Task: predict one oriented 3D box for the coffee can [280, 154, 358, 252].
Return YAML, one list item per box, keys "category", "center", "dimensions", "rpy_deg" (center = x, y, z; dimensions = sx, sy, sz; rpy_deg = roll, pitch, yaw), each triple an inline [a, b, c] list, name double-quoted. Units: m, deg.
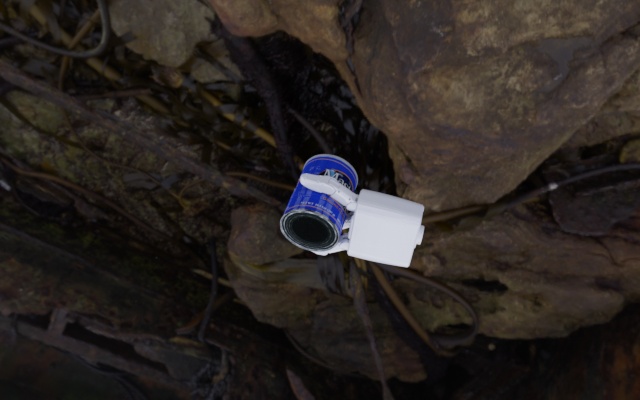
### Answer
- category: "coffee can"
  center: [0.000, 0.003, 0.828]
  dimensions: [0.103, 0.103, 0.140]
  rpy_deg: [0, 44, 22]
